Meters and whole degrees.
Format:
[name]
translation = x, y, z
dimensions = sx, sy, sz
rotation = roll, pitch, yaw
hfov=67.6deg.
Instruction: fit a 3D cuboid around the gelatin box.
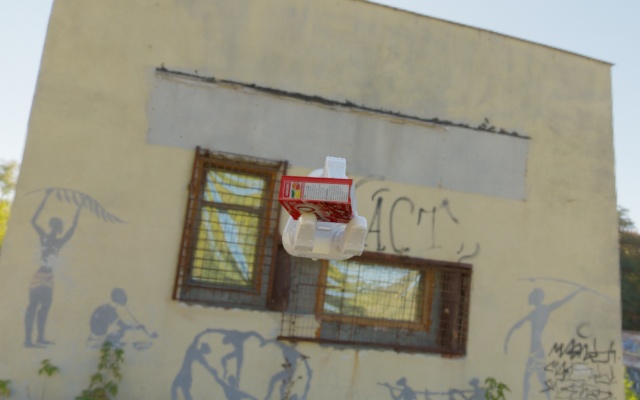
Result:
[gelatin box]
translation = 0.000, 0.001, 0.508
dimensions = 0.073, 0.030, 0.089
rotation = 4, -15, 8
